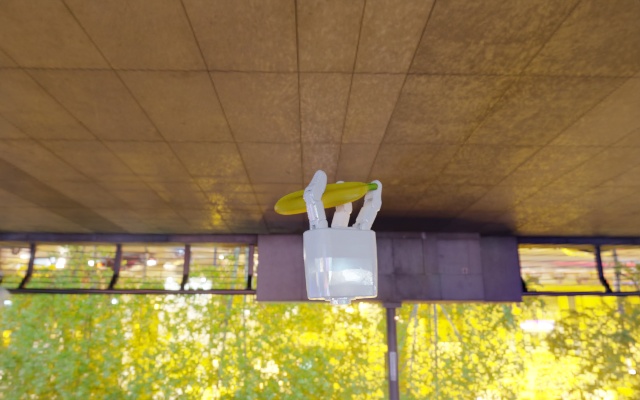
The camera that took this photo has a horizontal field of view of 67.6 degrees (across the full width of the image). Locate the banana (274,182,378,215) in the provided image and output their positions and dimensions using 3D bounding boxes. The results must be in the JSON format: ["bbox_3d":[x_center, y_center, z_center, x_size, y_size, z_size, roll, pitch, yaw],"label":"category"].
[{"bbox_3d":[-0.005,-0.001,0.809,0.198,0.037,0.069,-11,-13,24],"label":"banana"}]
